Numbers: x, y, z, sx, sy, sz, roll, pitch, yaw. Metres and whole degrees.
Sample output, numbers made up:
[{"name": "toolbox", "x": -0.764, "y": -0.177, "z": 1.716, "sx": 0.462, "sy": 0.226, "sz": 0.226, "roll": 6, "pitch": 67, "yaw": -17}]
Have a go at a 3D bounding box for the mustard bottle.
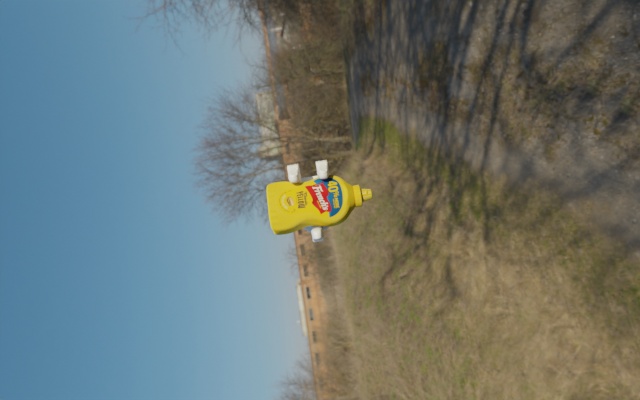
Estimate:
[{"name": "mustard bottle", "x": 0.000, "y": 0.003, "z": 0.885, "sx": 0.191, "sy": 0.096, "sz": 0.058, "roll": -9, "pitch": -23, "yaw": 1}]
